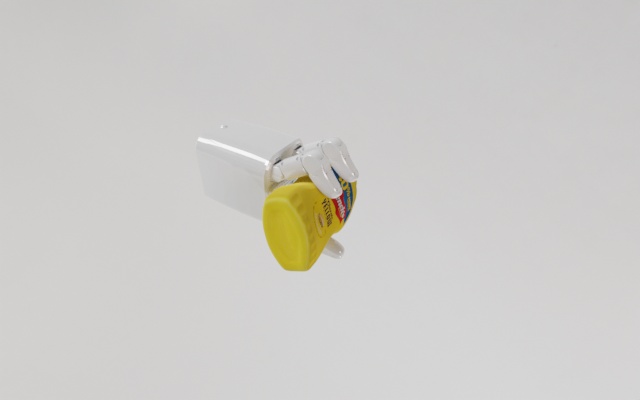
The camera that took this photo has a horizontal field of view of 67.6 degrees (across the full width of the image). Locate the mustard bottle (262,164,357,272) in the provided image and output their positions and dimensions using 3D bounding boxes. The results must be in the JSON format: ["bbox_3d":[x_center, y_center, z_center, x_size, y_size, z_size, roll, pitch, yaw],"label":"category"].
[{"bbox_3d":[0.000,0.002,0.600,0.058,0.096,0.191,-4,22,28],"label":"mustard bottle"}]
